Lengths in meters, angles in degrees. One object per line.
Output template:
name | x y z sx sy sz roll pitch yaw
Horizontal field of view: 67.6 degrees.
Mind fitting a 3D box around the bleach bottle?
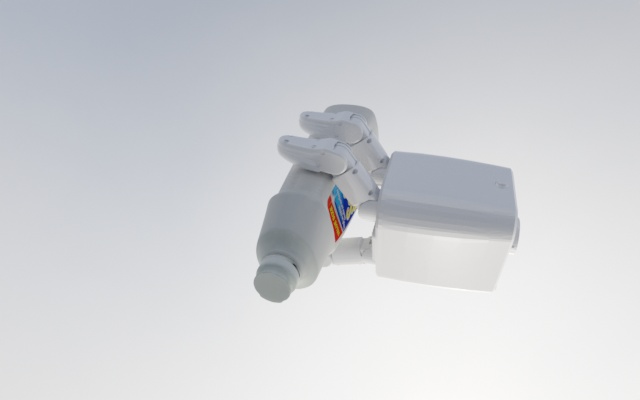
bleach bottle | 0.000 0.001 0.437 0.068 0.103 0.250 7 34 14
